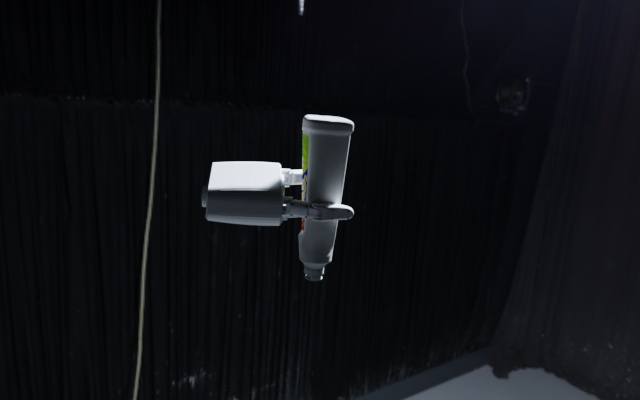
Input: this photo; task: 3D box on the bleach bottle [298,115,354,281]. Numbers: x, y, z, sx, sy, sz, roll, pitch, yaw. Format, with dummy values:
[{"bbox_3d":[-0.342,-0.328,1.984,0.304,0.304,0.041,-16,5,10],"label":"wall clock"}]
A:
[{"bbox_3d":[0.000,0.002,0.716,0.068,0.251,0.102,2,14,-10],"label":"bleach bottle"}]
